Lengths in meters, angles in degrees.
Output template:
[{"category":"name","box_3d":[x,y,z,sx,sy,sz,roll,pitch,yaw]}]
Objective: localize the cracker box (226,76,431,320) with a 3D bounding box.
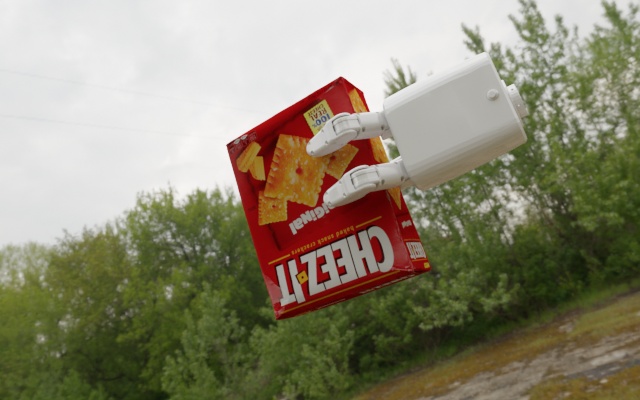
[{"category":"cracker box","box_3d":[0.000,0.002,0.518,0.164,0.213,0.072,-25,-16,24]}]
